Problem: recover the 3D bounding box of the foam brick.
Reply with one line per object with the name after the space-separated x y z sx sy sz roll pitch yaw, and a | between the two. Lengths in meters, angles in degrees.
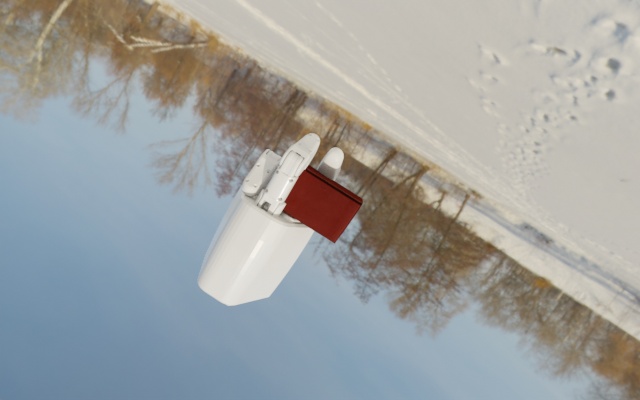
0.000 0.002 0.511 0.078 0.051 0.053 32 7 4 | foam brick
